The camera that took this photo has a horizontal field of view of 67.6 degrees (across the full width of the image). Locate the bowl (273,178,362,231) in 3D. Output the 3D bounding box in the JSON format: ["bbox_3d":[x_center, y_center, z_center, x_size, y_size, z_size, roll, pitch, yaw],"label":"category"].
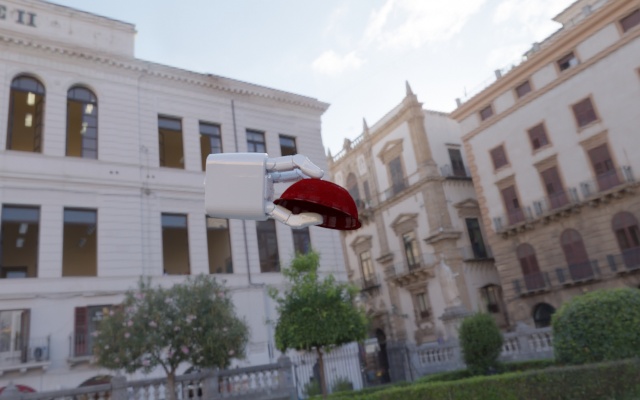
[{"bbox_3d":[0.002,0.003,0.848,0.162,0.055,0.162,14,-16,4],"label":"bowl"}]
